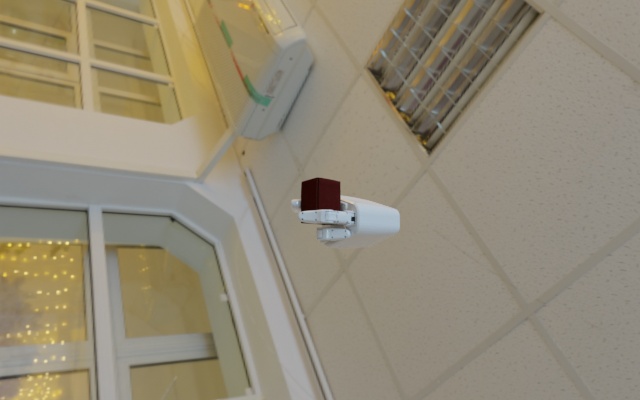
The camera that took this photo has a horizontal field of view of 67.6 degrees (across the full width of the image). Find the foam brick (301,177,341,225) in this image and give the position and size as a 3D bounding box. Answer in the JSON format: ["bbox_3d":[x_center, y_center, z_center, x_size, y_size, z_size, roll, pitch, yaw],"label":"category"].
[{"bbox_3d":[0.000,0.002,0.846,0.051,0.078,0.053,5,-8,-35],"label":"foam brick"}]
